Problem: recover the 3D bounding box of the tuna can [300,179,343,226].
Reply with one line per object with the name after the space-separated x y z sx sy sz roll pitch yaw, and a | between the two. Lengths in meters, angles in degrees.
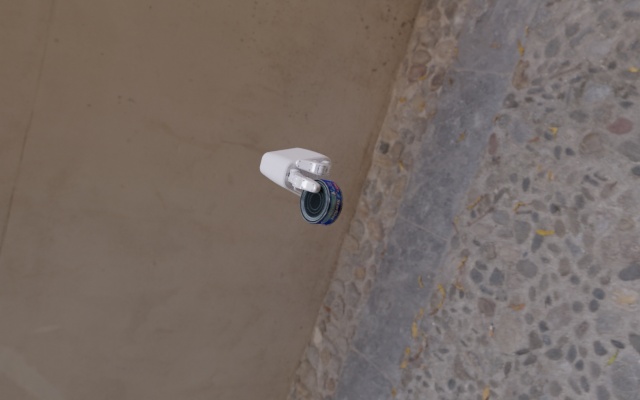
0.000 0.003 0.885 0.034 0.086 0.086 10 -6 -41 | tuna can
